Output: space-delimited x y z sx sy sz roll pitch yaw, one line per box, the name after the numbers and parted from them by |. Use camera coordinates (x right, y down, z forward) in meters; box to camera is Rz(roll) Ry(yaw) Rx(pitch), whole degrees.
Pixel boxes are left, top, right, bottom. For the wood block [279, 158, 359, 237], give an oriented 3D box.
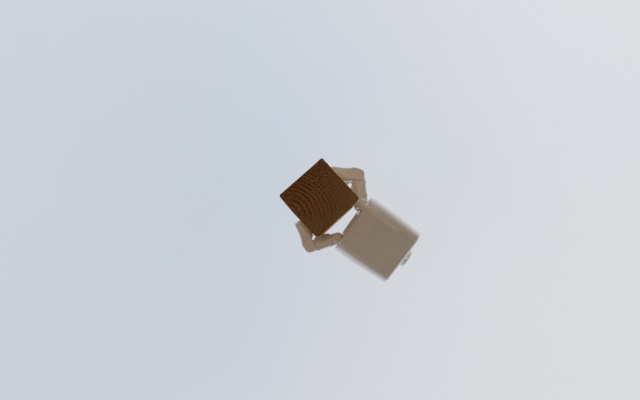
0.000 0.003 0.822 0.091 0.090 0.206 -42 -4 -2 | wood block
